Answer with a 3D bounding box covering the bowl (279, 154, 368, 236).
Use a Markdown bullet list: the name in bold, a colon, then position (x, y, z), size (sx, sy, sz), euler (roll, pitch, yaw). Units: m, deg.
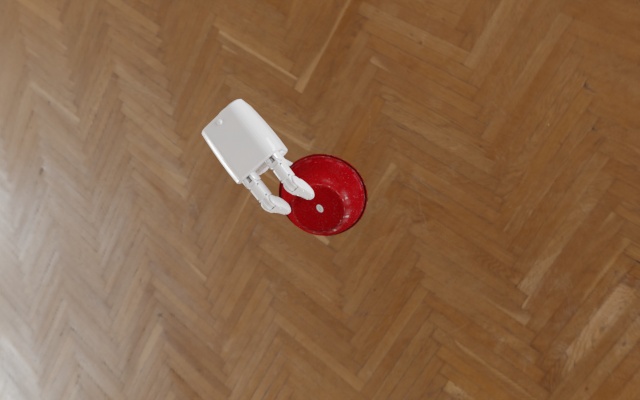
- **bowl**: position (0.001, 0.004, 0.836), size (0.162, 0.162, 0.055), euler (0, 25, 9)
